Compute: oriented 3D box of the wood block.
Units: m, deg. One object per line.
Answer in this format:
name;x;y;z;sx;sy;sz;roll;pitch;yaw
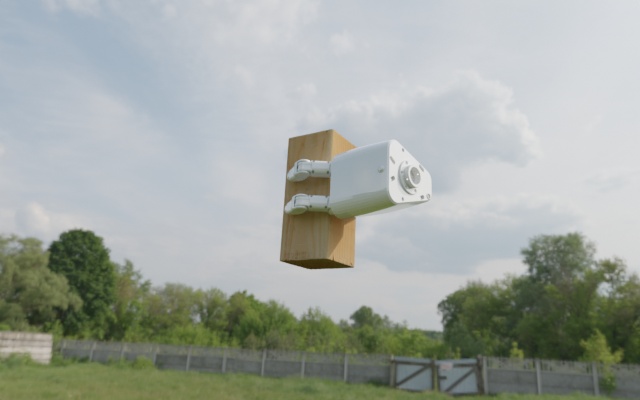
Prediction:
wood block;0.001;0.002;0.777;0.090;0.206;0.091;-7;-20;32
